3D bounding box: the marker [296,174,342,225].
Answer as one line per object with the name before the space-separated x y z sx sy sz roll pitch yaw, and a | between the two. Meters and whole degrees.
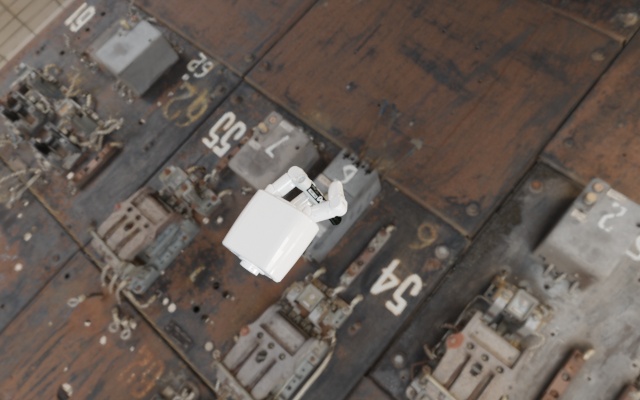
marker | 0.000 0.002 0.744 0.020 0.020 0.121 0 -34 35
